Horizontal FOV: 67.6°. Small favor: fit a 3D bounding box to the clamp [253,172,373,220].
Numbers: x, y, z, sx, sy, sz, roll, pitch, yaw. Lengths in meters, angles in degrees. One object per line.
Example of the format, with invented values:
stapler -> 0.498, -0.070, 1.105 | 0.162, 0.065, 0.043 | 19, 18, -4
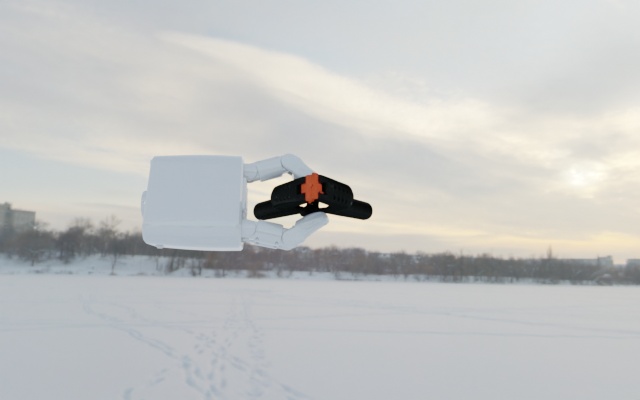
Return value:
clamp -> 0.000, 0.001, 0.580 | 0.164, 0.036, 0.210 | 0, -9, -7
